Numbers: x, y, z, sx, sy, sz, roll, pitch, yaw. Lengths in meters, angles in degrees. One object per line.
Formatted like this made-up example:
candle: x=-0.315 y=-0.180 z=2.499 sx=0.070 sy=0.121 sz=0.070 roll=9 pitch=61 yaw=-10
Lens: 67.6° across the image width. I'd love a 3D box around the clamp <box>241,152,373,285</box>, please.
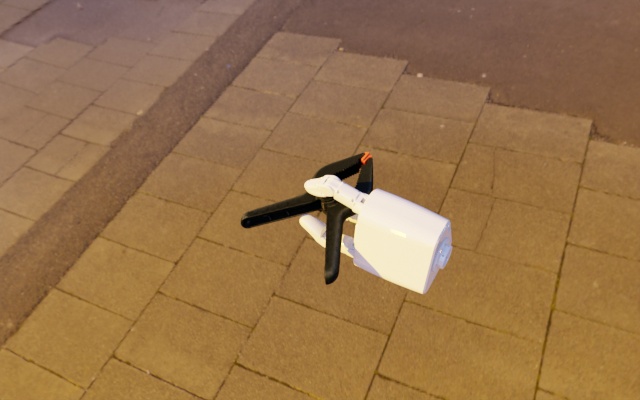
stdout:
clamp: x=0.001 y=0.001 z=0.678 sx=0.164 sy=0.210 sz=0.036 roll=25 pitch=-30 yaw=22
